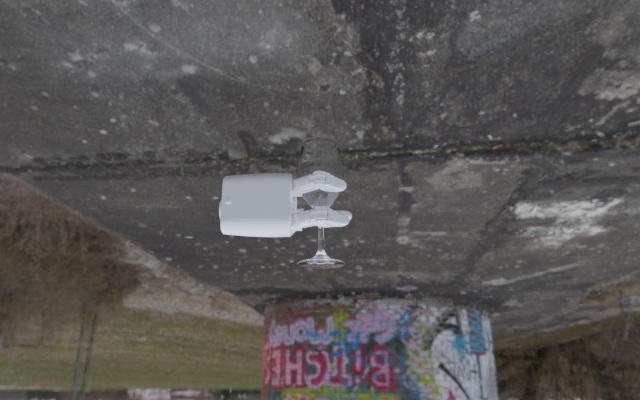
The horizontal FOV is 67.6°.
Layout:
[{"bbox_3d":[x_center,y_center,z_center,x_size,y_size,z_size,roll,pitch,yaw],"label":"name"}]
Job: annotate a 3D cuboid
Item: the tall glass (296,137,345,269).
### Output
[{"bbox_3d":[0.000,0.003,0.758,0.079,0.201,0.079,0,-18,0],"label":"tall glass"}]
